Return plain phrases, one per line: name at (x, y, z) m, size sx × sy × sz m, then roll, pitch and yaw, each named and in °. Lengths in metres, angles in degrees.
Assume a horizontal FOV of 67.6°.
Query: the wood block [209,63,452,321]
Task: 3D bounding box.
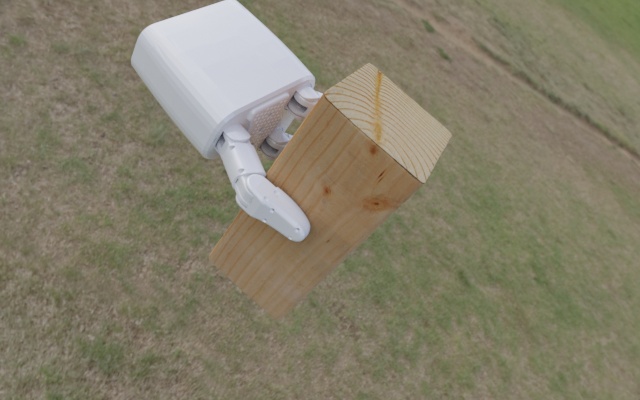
wood block at (0.000, 0.001, 0.404) m, size 0.206 × 0.090 × 0.090 m, roll -49°, pitch -2°, yaw 39°
